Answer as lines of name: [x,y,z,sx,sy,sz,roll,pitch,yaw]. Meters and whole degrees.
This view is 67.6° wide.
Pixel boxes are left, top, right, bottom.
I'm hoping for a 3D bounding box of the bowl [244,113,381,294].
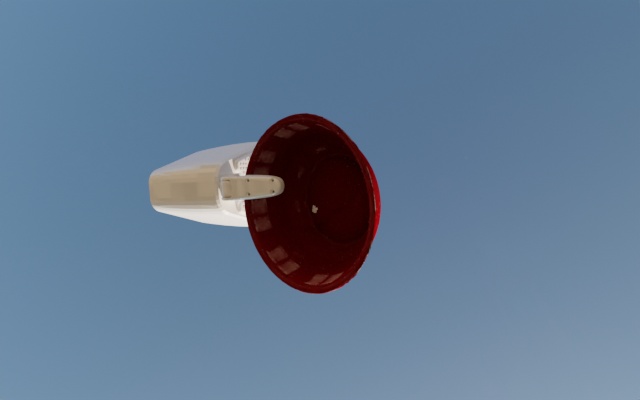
bowl: [0.001,0.002,0.445,0.162,0.162,0.055,0,6,42]
